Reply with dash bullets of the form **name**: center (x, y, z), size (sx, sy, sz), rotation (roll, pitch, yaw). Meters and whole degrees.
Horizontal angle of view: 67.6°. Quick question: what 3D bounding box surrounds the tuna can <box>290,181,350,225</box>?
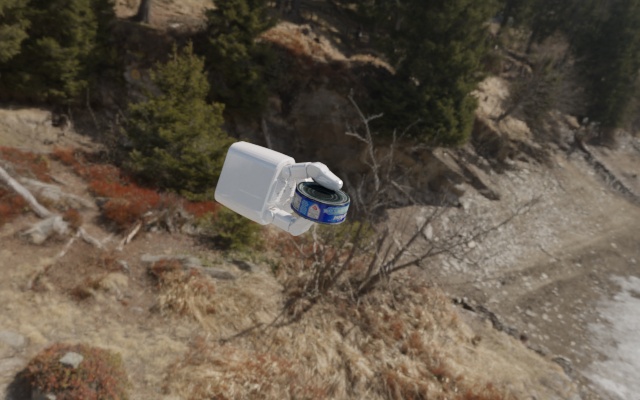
- **tuna can**: center (0.000, 0.002, 0.717), size (0.086, 0.034, 0.086), rotation (14, 21, -5)
